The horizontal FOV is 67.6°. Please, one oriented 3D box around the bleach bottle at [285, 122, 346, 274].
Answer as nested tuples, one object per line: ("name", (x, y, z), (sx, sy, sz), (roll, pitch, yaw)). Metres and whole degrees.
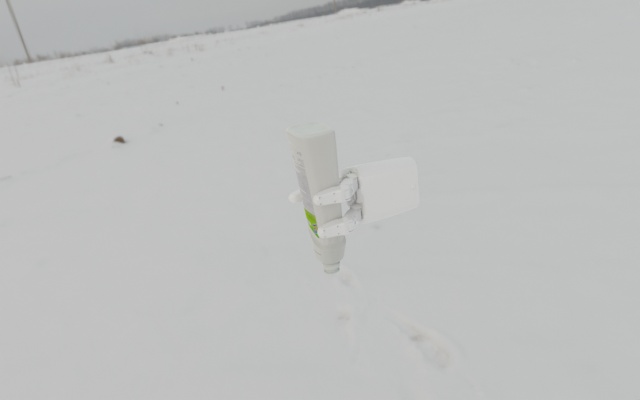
("bleach bottle", (0.000, 0.003, 0.795), (0.068, 0.251, 0.102), (-14, 22, -14))
